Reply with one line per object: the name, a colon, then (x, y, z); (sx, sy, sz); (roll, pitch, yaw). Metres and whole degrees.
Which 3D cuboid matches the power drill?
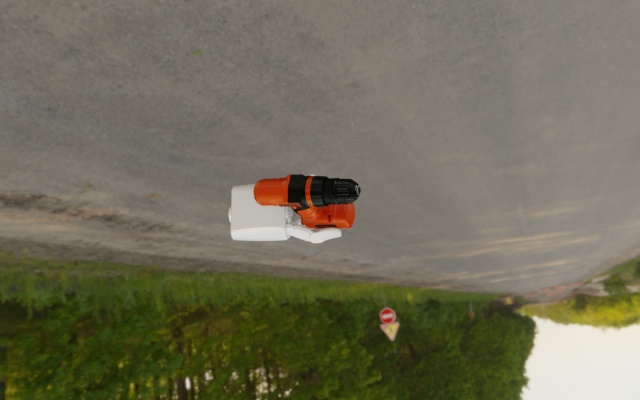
power drill: (0.000, 0.003, 0.842); (0.184, 0.057, 0.188); (2, -16, 22)
